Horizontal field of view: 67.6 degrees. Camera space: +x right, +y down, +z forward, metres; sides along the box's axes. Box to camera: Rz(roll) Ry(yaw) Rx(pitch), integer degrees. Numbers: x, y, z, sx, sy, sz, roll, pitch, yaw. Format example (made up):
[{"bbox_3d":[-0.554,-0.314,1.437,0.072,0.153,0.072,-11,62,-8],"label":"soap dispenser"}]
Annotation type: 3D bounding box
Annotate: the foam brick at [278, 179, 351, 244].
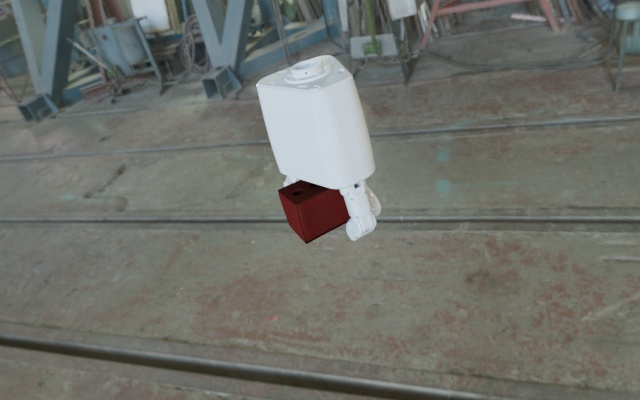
[{"bbox_3d":[0.000,0.002,0.539,0.078,0.051,0.053,-27,31,-17],"label":"foam brick"}]
